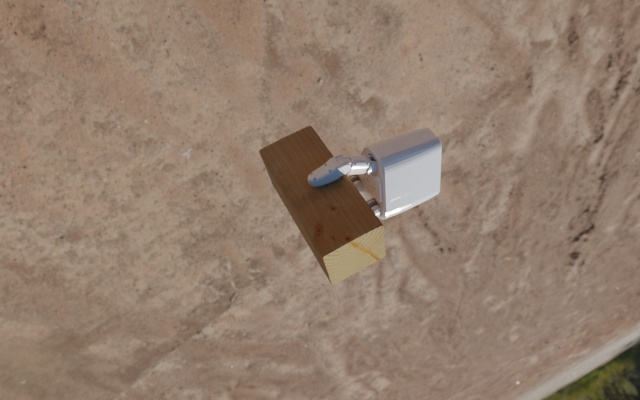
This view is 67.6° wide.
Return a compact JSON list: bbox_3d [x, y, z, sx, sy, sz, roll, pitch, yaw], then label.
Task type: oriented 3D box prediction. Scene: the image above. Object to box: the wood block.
[{"bbox_3d":[0.000,0.002,0.686,0.090,0.206,0.091,-27,-34,-9],"label":"wood block"}]
